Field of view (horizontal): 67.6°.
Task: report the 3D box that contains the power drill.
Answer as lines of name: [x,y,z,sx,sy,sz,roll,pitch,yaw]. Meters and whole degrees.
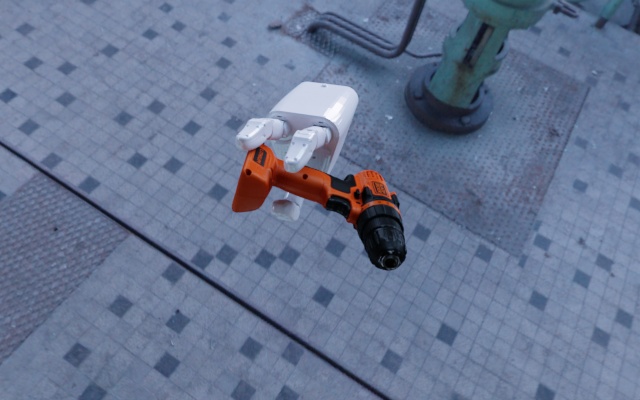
power drill: [0.000,0.001,0.534,0.187,0.057,0.184,17,23,-11]
